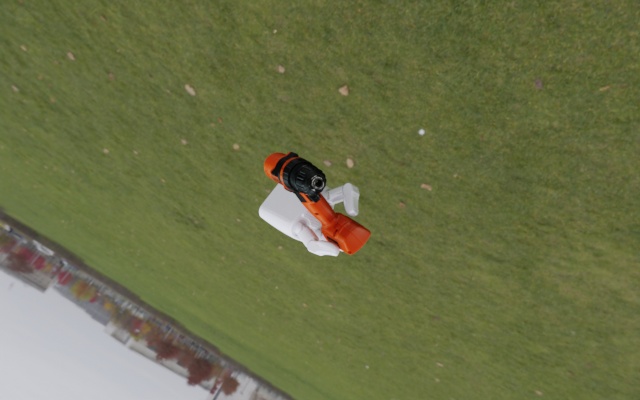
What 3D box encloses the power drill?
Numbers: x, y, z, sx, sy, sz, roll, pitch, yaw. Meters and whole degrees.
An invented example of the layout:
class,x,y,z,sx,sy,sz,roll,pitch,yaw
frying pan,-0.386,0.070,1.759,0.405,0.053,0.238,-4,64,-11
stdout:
class,x,y,z,sx,sy,sz,roll,pitch,yaw
power drill,0.000,0.003,0.762,0.057,0.188,0.184,-44,26,-8
